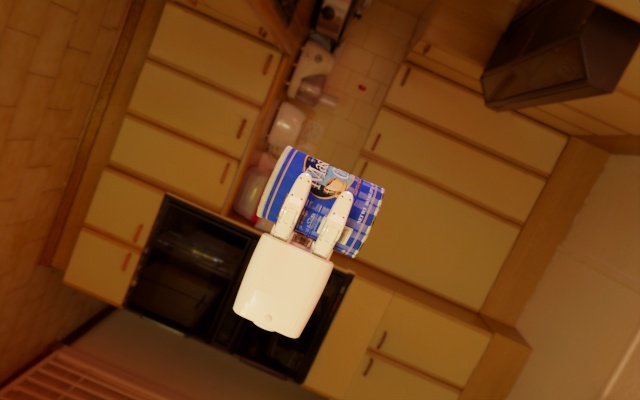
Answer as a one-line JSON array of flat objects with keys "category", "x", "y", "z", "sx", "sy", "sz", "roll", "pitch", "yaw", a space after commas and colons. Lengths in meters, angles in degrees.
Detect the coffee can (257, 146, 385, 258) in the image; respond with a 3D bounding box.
[{"category": "coffee can", "x": 0.000, "y": 0.002, "z": 0.637, "sx": 0.140, "sy": 0.103, "sz": 0.103, "roll": 24, "pitch": 0, "yaw": -1}]
